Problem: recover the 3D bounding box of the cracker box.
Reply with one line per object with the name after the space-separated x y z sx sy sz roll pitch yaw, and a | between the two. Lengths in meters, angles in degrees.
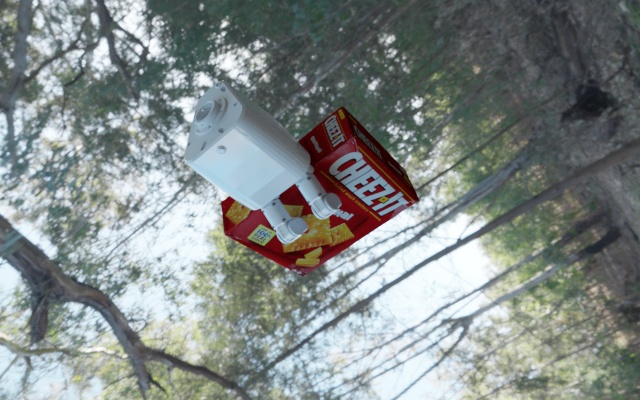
0.000 0.002 0.644 0.214 0.072 0.164 -35 -46 19 | cracker box
